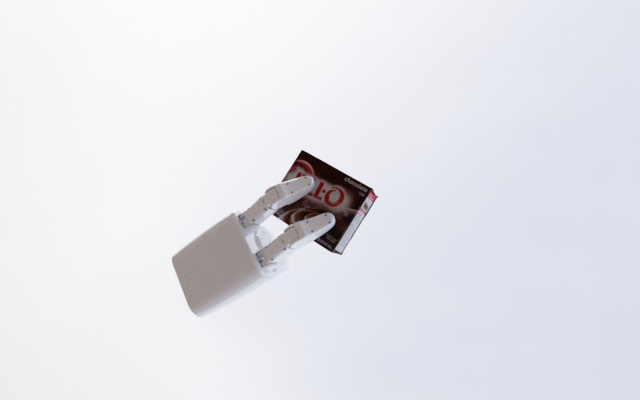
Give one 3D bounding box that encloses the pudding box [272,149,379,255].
[{"bbox_3d":[0.000,0.002,0.587,0.113,0.090,0.039,31,-2,24],"label":"pudding box"}]
